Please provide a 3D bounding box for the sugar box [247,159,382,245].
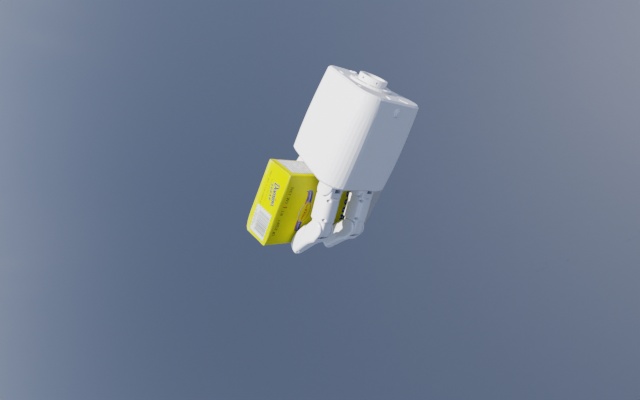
[{"bbox_3d":[0.000,0.002,0.589,0.176,0.093,0.048,0,31,-45],"label":"sugar box"}]
